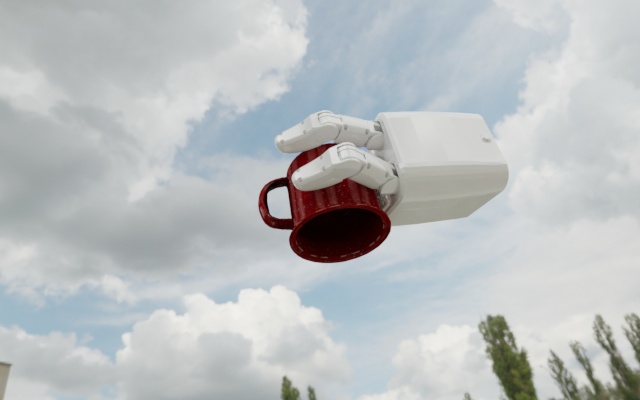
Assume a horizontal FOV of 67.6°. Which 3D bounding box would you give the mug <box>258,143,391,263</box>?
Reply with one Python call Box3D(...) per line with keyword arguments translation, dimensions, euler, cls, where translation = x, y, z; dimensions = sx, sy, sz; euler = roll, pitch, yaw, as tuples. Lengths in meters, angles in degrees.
Box3D(translation=(-0.001, 0.001, 0.449), dimensions=(0.117, 0.081, 0.093), euler=(-3, -38, -11), cls="mug")
